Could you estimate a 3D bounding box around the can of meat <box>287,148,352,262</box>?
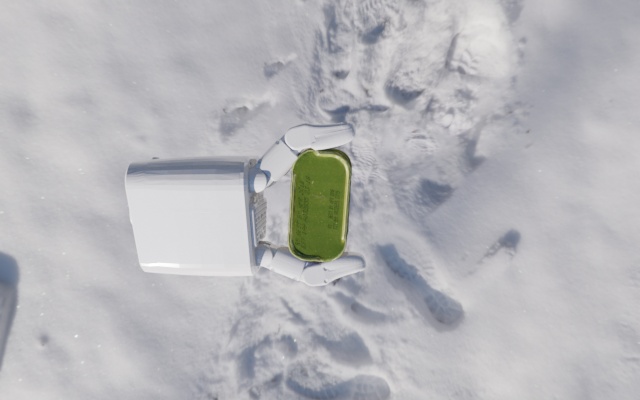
[{"bbox_3d":[0.000,0.002,0.446,0.057,0.102,0.084,3,6,2],"label":"can of meat"}]
